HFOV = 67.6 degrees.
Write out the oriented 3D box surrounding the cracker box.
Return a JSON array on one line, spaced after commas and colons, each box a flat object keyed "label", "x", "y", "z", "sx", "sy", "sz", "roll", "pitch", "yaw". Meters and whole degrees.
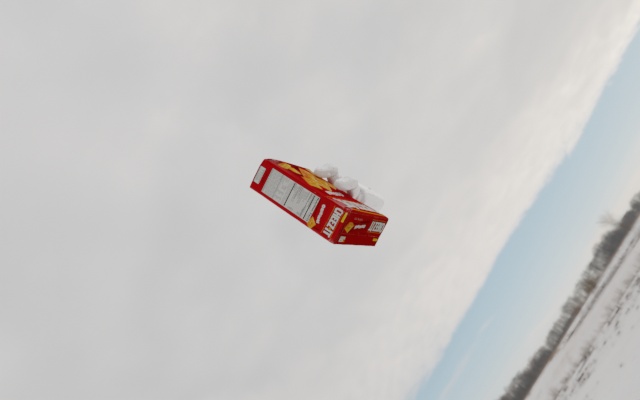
[{"label": "cracker box", "x": 0.000, "y": 0.003, "z": 0.895, "sx": 0.213, "sy": 0.072, "sz": 0.164, "roll": 32, "pitch": 11, "yaw": 30}]
